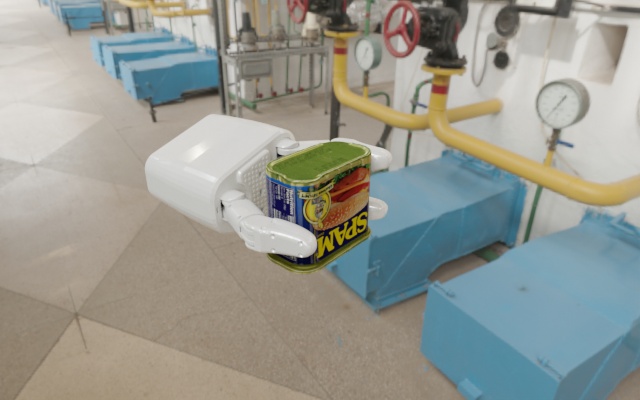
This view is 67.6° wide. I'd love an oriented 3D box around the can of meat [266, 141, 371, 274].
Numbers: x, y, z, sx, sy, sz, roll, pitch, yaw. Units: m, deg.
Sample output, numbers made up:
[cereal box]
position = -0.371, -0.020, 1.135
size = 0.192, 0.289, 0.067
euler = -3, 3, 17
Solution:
[can of meat]
position = 0.000, 0.001, 0.413
size = 0.057, 0.084, 0.102
euler = 22, 34, 37
